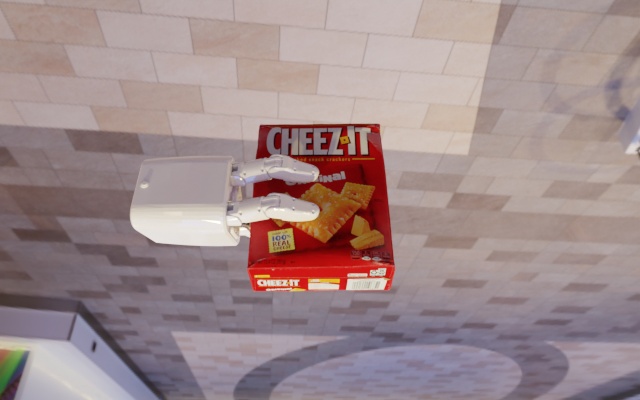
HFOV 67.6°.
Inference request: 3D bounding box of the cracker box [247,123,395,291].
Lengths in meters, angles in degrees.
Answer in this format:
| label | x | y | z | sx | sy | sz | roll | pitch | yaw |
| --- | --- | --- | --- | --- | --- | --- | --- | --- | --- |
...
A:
| label | x | y | z | sx | sy | sz | roll | pitch | yaw |
| --- | --- | --- | --- | --- | --- | --- | --- | --- | --- |
| cracker box | 0.000 | 0.002 | 0.593 | 0.164 | 0.213 | 0.072 | 0 | -33 | -1 |
